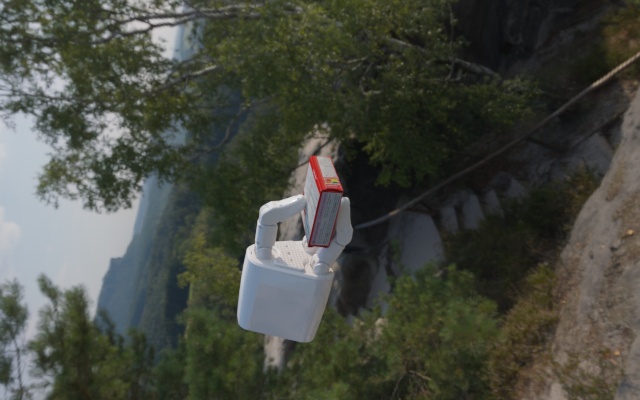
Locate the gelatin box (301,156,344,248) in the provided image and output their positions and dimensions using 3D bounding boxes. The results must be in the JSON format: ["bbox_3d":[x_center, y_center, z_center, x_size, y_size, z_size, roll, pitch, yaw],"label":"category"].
[{"bbox_3d":[0.000,0.002,0.582,0.030,0.089,0.073,2,37,-14],"label":"gelatin box"}]
